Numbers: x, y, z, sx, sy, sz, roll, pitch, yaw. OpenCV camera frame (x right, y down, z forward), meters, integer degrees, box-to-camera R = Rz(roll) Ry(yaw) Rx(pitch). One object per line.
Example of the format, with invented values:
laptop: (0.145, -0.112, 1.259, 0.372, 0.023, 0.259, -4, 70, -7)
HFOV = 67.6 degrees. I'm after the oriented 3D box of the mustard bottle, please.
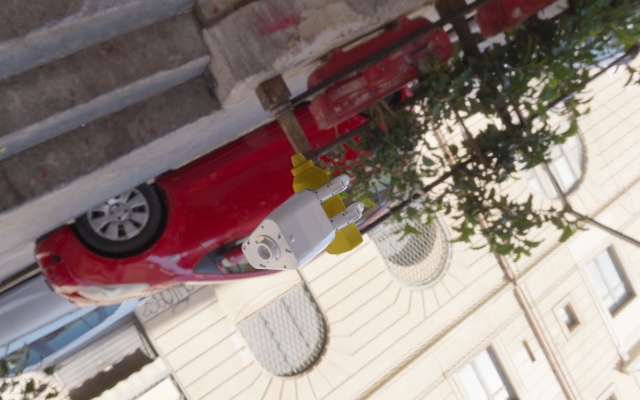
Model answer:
mustard bottle: (0.000, 0.003, 0.853, 0.058, 0.191, 0.096, -32, 8, -25)
